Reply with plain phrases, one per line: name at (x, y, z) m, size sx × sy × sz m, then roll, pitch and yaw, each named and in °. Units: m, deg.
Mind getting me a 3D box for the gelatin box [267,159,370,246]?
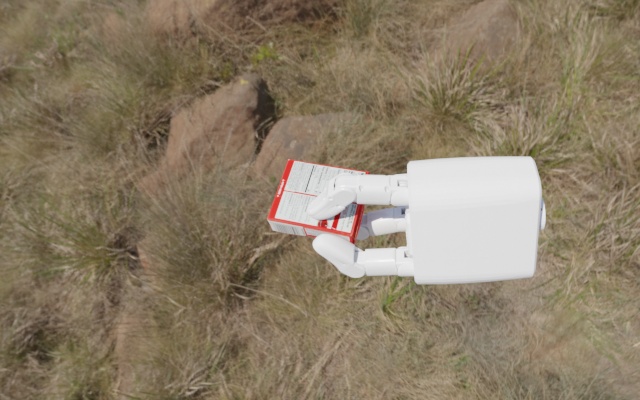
gelatin box at (0.000, 0.001, 0.481) m, size 0.089 × 0.073 × 0.030 m, roll 10°, pitch -27°, yaw 12°
